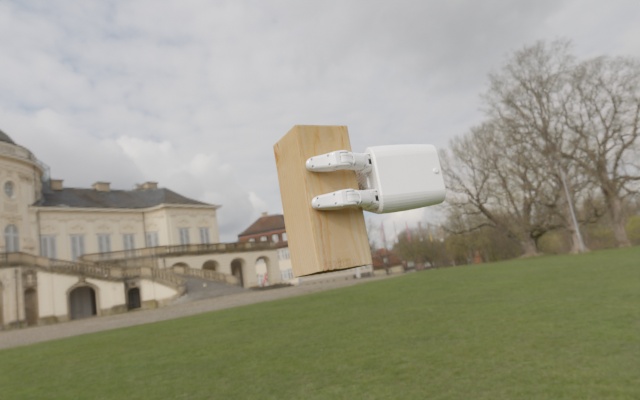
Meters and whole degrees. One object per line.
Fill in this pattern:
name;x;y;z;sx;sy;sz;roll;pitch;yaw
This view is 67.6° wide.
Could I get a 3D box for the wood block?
wood block;0.000;0.002;0.704;0.090;0.206;0.091;-4;-12;-27
